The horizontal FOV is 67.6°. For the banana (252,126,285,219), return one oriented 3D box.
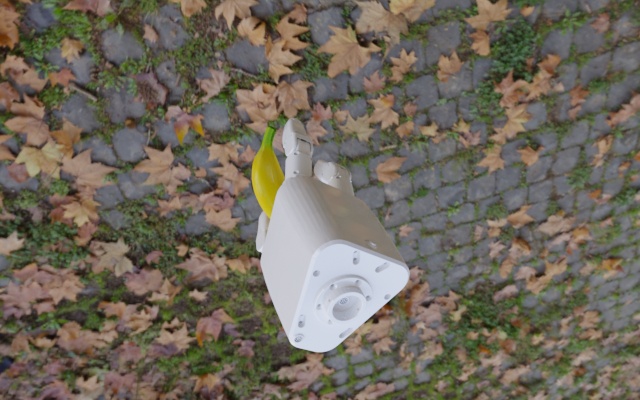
[{"bbox_3d":[-0.016,0.012,0.531,0.198,0.069,0.037,49,0,-32],"label":"banana"}]
